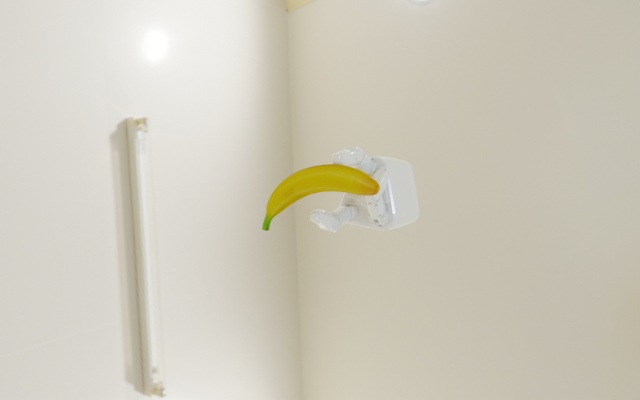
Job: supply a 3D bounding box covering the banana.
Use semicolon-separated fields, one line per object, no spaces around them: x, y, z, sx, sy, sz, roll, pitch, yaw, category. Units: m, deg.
-0.007;-0.015;0.667;0.198;0.069;0.037;-20;-11;33;banana
